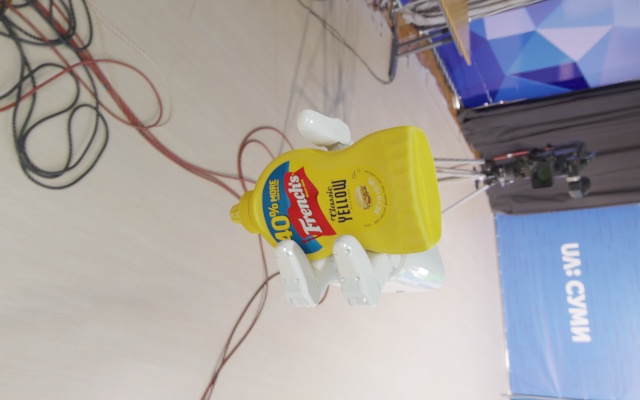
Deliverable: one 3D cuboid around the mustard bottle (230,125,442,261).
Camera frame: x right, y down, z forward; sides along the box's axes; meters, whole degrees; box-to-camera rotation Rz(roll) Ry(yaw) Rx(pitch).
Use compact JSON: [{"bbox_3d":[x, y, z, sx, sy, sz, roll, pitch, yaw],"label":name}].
[{"bbox_3d":[0.000,0.001,0.405,0.191,0.096,0.058,-8,4,32],"label":"mustard bottle"}]
